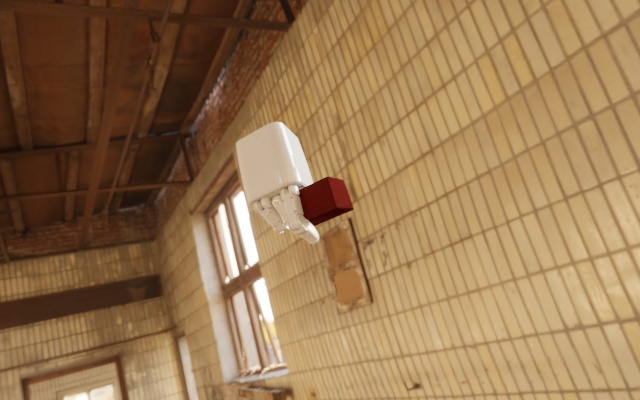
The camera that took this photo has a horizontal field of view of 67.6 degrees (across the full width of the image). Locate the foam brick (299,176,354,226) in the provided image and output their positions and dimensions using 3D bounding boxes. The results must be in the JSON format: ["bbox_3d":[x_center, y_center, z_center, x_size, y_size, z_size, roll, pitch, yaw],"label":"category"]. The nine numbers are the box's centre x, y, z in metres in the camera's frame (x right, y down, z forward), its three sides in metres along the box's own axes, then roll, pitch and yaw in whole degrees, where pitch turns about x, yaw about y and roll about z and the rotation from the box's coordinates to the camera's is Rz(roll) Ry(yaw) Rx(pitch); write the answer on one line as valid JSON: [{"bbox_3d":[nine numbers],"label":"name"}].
[{"bbox_3d":[0.000,0.002,0.731,0.078,0.051,0.053,-24,-17,28],"label":"foam brick"}]
